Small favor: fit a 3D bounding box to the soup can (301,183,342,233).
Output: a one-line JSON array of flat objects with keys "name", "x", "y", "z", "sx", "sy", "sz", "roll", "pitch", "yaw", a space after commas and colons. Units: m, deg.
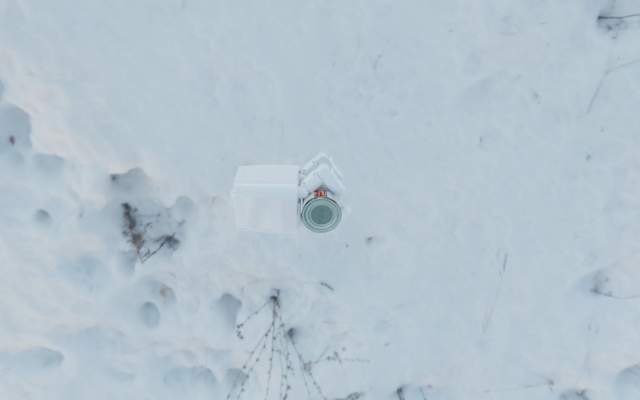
[{"name": "soup can", "x": 0.001, "y": 0.003, "z": 0.817, "sx": 0.068, "sy": 0.068, "sz": 0.102, "roll": 0, "pitch": 26, "yaw": -2}]
